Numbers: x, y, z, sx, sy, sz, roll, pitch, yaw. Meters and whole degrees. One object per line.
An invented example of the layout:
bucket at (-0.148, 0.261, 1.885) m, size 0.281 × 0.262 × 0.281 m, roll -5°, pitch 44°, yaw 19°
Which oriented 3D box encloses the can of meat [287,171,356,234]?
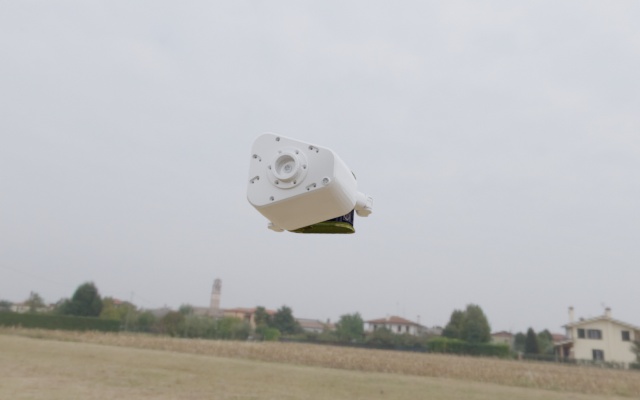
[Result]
can of meat at (0.000, 0.002, 0.687) m, size 0.102 × 0.084 × 0.057 m, roll -1°, pitch -15°, yaw 19°
